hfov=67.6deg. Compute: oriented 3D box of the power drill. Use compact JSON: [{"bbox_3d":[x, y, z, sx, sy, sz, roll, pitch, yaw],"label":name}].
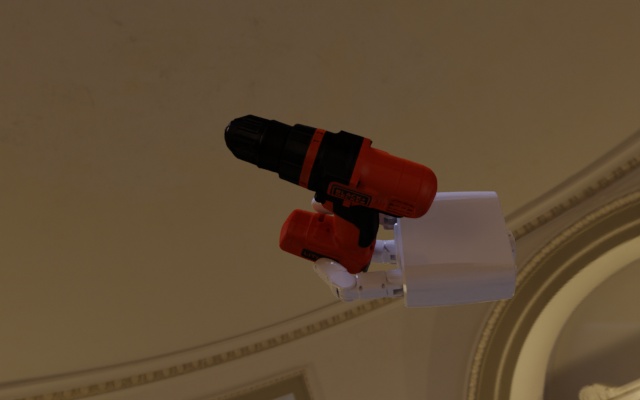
[{"bbox_3d":[0.000,0.002,0.462,0.184,0.057,0.188,19,-27,4],"label":"power drill"}]
